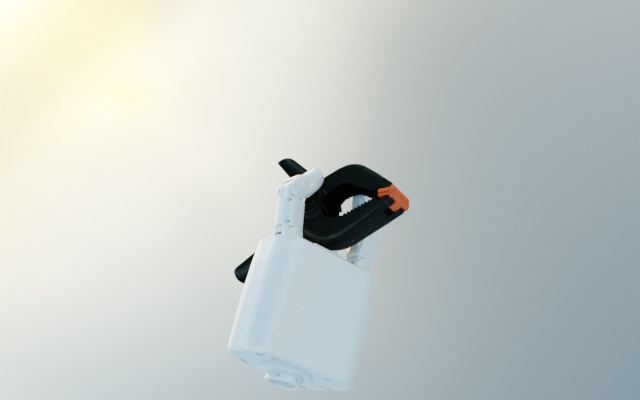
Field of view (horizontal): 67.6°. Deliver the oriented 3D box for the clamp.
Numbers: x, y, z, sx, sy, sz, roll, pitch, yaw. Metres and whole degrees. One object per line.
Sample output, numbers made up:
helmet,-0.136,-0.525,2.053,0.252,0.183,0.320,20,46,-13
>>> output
clamp,0.000,0.001,0.506,0.210,0.164,0.036,-17,-42,39
